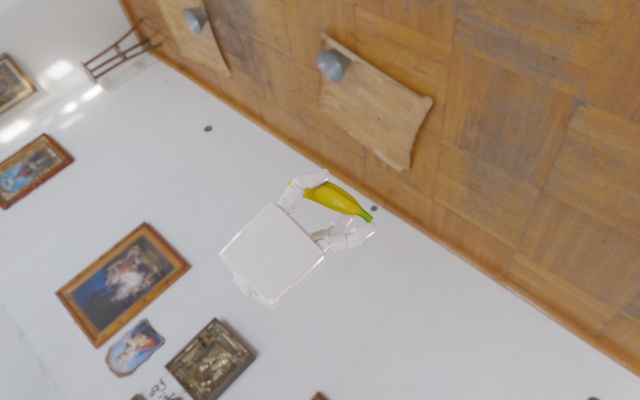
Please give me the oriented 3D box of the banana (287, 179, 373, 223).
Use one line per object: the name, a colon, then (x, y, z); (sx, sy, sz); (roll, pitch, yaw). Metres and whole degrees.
banana: (-0.005, -0.009, 0.768); (0.037, 0.070, 0.197); (-46, 40, -19)
